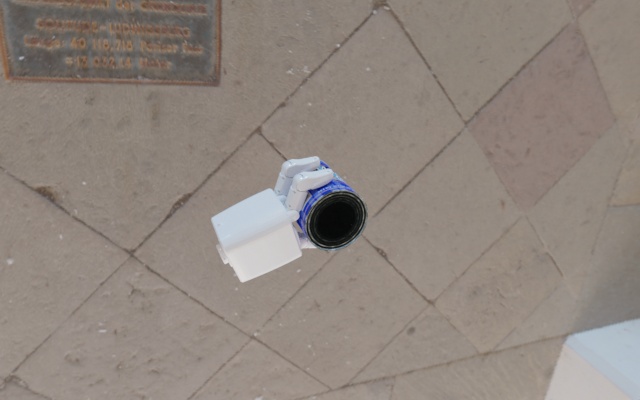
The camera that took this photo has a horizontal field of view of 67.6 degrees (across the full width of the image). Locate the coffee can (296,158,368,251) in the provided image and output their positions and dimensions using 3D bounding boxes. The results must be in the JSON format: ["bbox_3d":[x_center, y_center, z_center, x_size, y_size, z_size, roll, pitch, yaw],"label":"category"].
[{"bbox_3d":[0.000,0.002,0.767,0.103,0.103,0.140,0,24,-23],"label":"coffee can"}]
